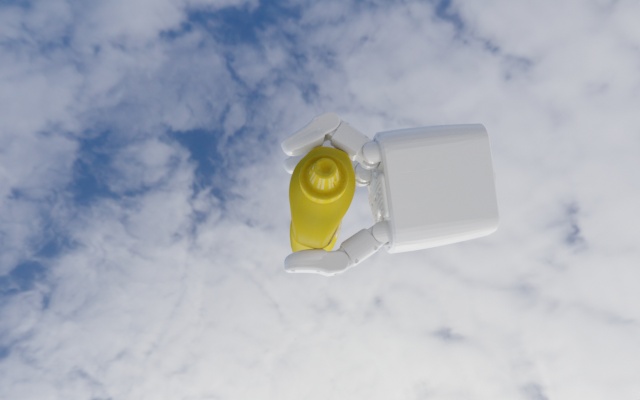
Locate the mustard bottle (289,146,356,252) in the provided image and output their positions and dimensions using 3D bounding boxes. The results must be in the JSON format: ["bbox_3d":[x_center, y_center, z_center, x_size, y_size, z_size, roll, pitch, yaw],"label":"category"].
[{"bbox_3d":[0.000,0.002,0.466,0.058,0.096,0.192,16,-16,2],"label":"mustard bottle"}]
